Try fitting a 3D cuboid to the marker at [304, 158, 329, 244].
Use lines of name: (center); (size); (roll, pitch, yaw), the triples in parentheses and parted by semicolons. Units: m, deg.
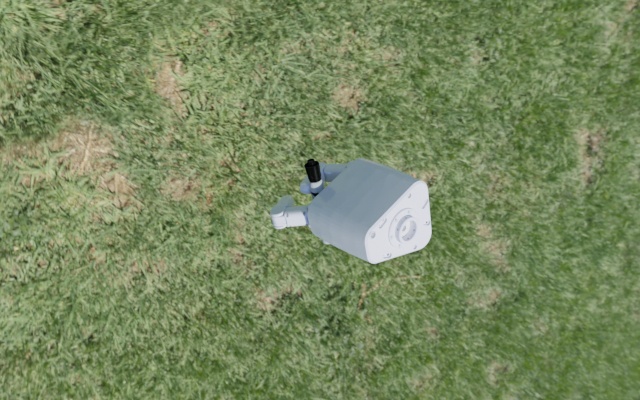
marker: (0.000, 0.002, 0.611); (0.020, 0.121, 0.020); (-10, 29, 5)
